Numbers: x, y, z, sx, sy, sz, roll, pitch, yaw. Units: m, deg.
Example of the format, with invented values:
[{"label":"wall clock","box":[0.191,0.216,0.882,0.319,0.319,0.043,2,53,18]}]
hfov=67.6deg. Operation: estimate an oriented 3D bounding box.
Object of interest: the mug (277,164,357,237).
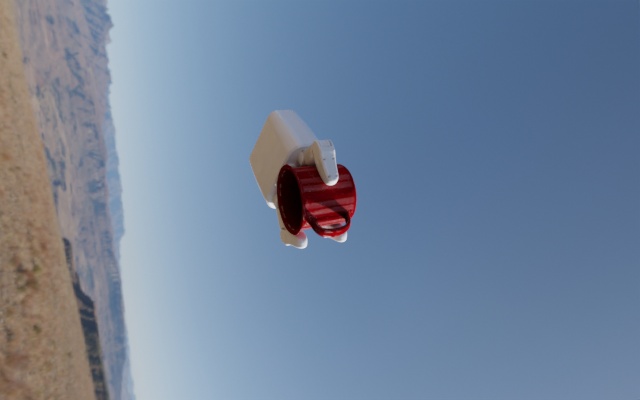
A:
[{"label":"mug","box":[0.001,0.003,0.630,0.081,0.093,0.117,-8,43,-24]}]
